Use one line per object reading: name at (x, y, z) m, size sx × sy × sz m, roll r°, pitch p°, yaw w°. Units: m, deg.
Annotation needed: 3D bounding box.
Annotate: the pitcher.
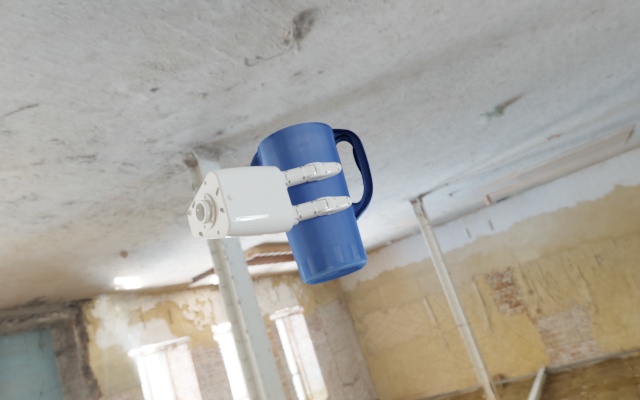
pitcher at (0.000, 0.003, 0.774) m, size 0.145 × 0.242 × 0.149 m, roll -4°, pitch -20°, yaw -44°
